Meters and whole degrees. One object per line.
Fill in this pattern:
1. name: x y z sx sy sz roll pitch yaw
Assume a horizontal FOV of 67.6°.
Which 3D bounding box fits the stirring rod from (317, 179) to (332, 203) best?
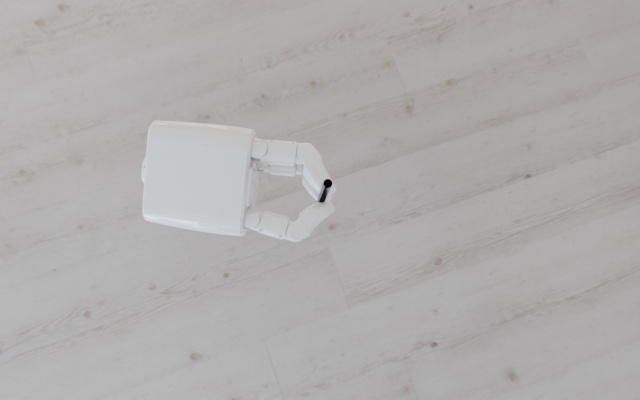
1. stirring rod: 0.000 0.002 0.537 0.011 0.011 0.239 0 -8 -3
